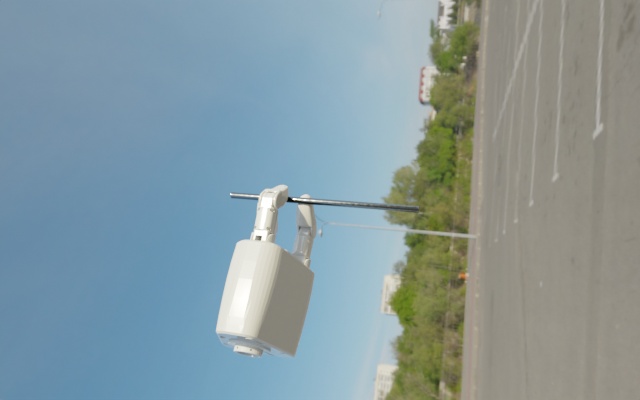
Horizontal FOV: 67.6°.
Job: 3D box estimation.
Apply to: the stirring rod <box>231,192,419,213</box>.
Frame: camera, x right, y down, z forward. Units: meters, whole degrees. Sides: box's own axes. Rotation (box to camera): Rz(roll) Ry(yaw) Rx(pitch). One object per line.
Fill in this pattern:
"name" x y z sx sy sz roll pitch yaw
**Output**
"stirring rod" 0.000 0.002 0.593 0.239 0.011 0.011 4 1 15
